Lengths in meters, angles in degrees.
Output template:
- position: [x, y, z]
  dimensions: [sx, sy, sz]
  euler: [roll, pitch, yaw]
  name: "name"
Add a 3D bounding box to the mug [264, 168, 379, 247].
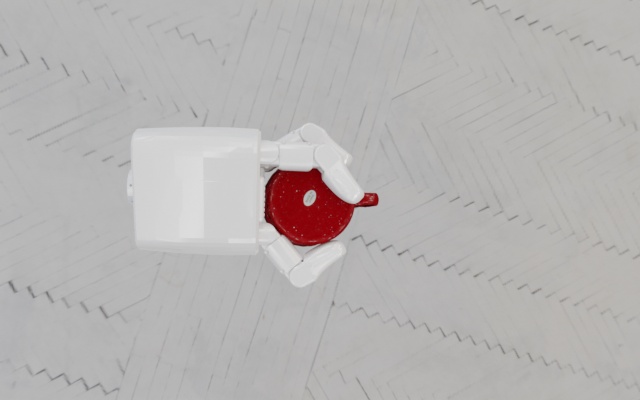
- position: [0.002, 0.002, 0.473]
  dimensions: [0.117, 0.093, 0.081]
  euler: [1, -2, -6]
  name: "mug"
